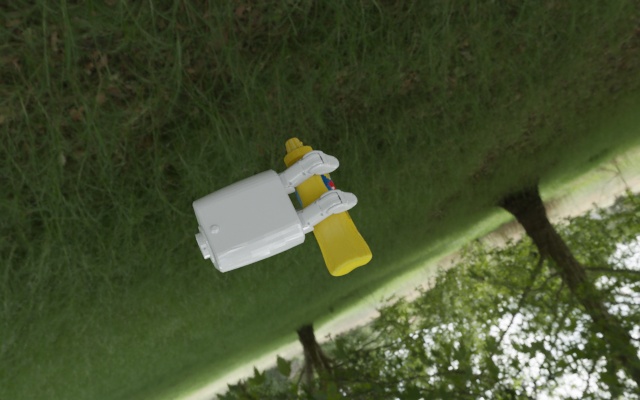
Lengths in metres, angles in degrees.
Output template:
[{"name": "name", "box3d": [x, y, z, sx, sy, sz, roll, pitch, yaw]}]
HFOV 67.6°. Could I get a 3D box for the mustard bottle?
[{"name": "mustard bottle", "box3d": [0.001, 0.002, 0.628, 0.058, 0.191, 0.096, -28, -14, 7]}]
